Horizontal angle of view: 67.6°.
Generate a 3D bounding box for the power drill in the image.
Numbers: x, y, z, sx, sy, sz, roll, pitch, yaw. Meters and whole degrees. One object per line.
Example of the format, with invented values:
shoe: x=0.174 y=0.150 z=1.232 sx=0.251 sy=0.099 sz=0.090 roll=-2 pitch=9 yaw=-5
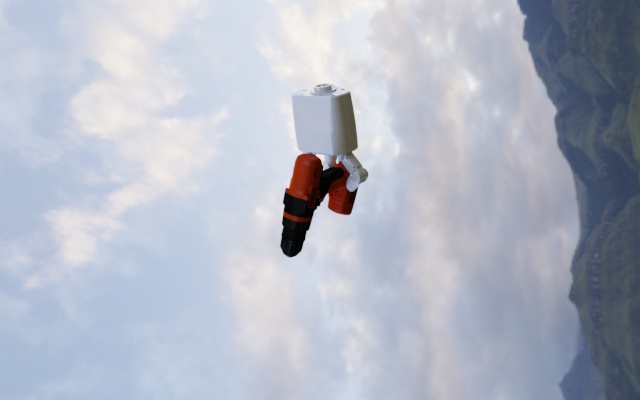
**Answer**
power drill: x=0.000 y=0.003 z=0.870 sx=0.057 sy=0.184 sz=0.187 roll=22 pitch=18 yaw=26
